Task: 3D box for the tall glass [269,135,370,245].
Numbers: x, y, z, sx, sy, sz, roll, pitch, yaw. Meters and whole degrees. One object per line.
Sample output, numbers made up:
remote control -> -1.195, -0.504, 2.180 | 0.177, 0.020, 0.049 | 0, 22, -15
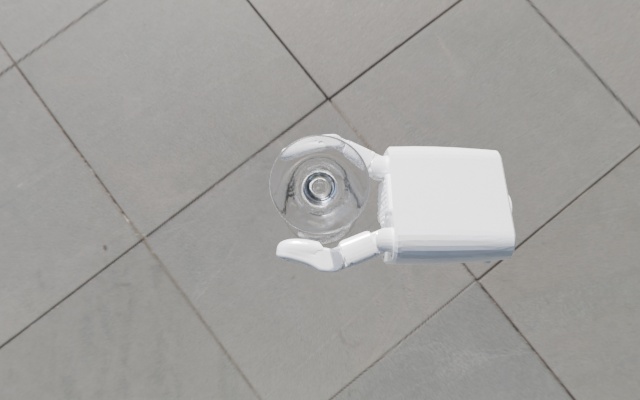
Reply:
tall glass -> 0.000, 0.001, 0.448 | 0.079, 0.079, 0.201 | 0, -8, 0
